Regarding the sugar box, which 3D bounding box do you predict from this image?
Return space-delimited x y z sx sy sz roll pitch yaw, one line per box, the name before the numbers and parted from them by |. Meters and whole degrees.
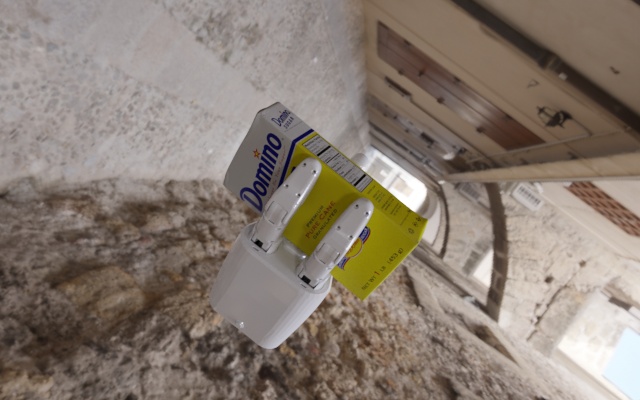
sugar box | 0.000 0.002 0.436 0.176 0.093 0.048 37 35 4
